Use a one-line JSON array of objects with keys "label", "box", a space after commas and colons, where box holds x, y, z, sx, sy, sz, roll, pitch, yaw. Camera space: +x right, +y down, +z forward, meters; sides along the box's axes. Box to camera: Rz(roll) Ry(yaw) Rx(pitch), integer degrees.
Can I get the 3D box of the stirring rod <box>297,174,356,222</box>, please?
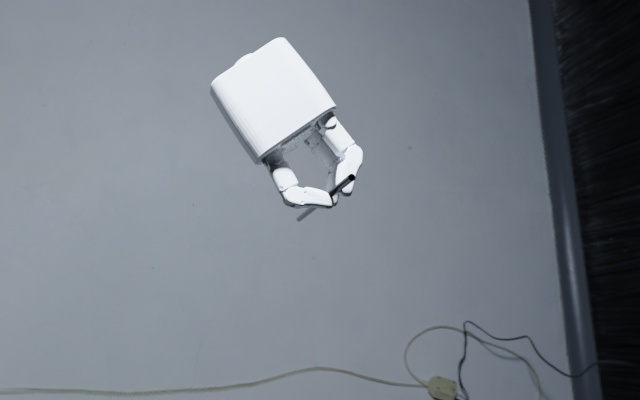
[{"label": "stirring rod", "box": [0.000, 0.002, 0.608, 0.011, 0.011, 0.239, 0, -13, -16]}]
